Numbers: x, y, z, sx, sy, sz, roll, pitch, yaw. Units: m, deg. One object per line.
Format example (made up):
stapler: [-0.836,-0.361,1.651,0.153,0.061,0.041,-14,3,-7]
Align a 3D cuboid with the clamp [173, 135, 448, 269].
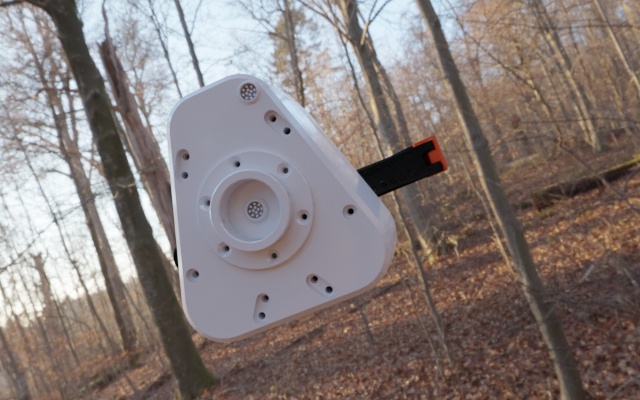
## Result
clamp: [0.000,0.000,0.403,0.210,0.036,0.164,-23,1,7]
